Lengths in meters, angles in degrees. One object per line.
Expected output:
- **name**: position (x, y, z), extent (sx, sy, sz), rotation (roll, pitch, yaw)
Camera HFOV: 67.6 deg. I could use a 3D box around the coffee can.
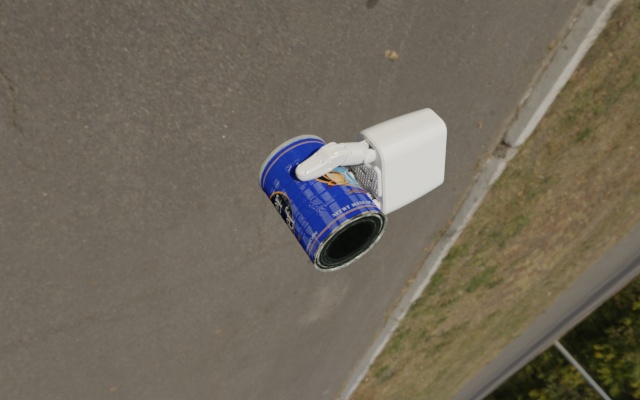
- **coffee can**: position (0.000, 0.002, 0.589), extent (0.103, 0.103, 0.140), rotation (0, 44, -46)
